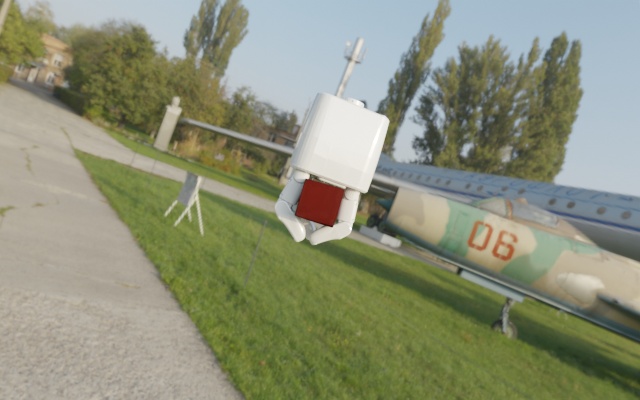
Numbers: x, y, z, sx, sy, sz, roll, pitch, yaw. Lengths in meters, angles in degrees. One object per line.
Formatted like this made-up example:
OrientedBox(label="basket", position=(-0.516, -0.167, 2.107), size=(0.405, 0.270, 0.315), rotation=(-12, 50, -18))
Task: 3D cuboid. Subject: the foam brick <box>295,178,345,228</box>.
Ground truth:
OrientedBox(label="foam brick", position=(0.000, 0.002, 0.636), size=(0.053, 0.051, 0.078), rotation=(17, 2, 1))
